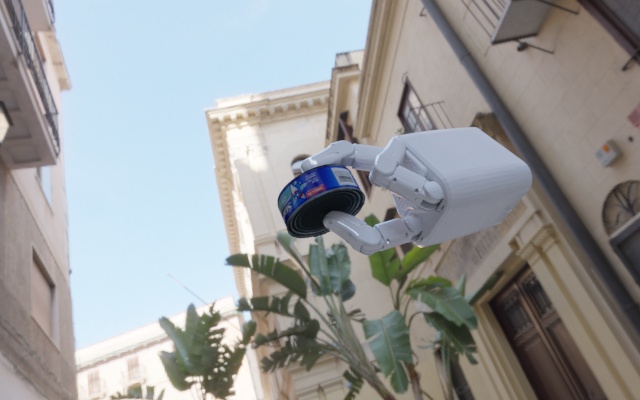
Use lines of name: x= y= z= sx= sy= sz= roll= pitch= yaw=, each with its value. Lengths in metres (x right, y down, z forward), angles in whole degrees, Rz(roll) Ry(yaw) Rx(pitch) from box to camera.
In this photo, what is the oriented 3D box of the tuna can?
tuna can: x=0.000 y=0.001 z=0.487 sx=0.086 sy=0.033 sz=0.086 roll=-20 pitch=-28 yaw=-11
